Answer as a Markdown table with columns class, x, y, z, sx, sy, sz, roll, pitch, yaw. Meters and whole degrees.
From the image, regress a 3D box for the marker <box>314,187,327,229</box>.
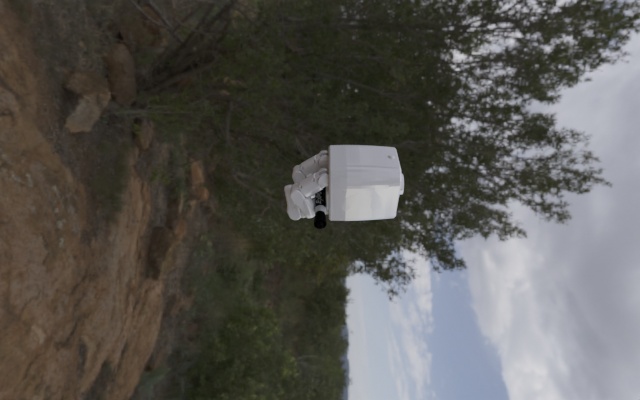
| class | x | y | z | sx | sy | sz | roll | pitch | yaw |
| --- | --- | --- | --- | --- | --- | --- | --- | --- | --- |
| marker | 0.000 | 0.002 | 0.742 | 0.020 | 0.020 | 0.121 | 0 | 36 | 1 |
